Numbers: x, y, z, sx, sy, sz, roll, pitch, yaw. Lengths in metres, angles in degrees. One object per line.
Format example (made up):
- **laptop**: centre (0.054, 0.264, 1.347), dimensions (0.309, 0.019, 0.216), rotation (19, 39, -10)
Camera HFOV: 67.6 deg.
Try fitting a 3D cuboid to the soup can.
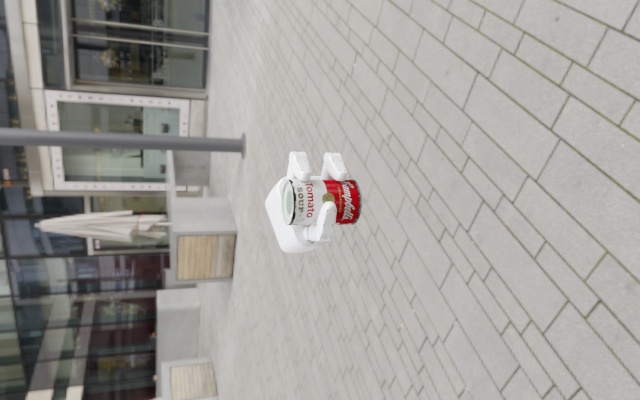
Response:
- **soup can**: centre (0.000, 0.002, 0.694), dimensions (0.102, 0.068, 0.068), rotation (0, 0, -19)
